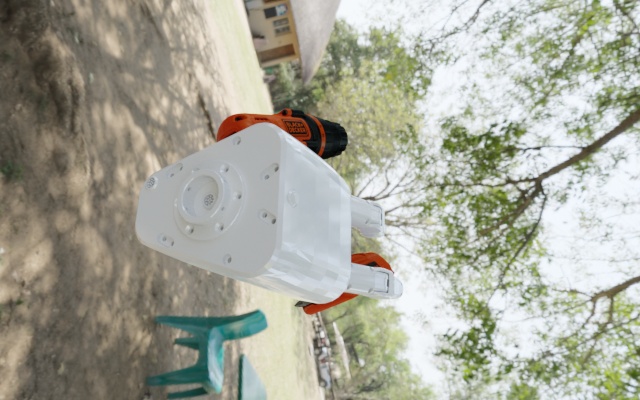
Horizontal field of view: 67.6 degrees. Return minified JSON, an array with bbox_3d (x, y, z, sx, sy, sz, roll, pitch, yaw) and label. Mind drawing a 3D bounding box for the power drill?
[{"bbox_3d":[0.000,0.002,0.459,0.057,0.187,0.184,-31,-10,33],"label":"power drill"}]
